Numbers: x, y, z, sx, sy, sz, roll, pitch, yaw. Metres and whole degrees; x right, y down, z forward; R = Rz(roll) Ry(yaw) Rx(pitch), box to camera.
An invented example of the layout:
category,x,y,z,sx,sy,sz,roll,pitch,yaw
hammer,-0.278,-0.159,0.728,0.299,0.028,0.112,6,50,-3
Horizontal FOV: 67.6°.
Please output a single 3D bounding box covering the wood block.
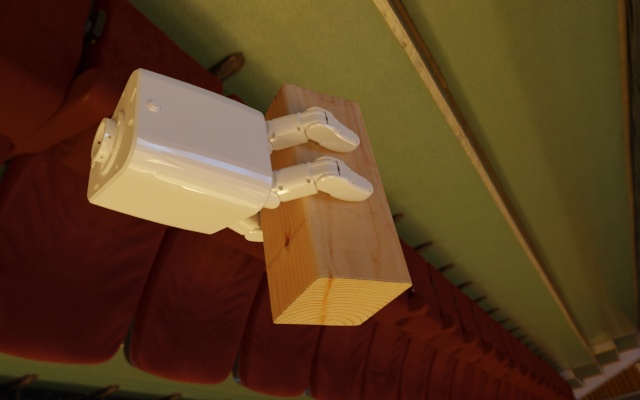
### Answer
category,x,y,z,sx,sy,sz,roll,pitch,yaw
wood block,0.000,0.002,0.448,0.090,0.206,0.091,9,-38,-27
